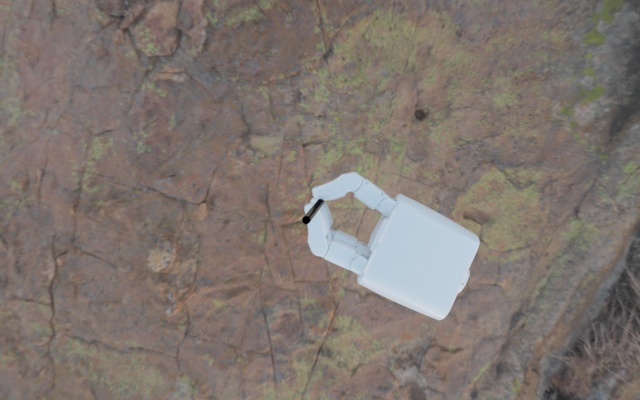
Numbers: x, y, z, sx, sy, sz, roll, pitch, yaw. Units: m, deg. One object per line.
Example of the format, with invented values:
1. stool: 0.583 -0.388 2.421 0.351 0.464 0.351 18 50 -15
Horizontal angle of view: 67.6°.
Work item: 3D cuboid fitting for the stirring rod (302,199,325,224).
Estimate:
1. stirring rod: 0.000 0.002 0.562 0.011 0.011 0.239 0 8 6
